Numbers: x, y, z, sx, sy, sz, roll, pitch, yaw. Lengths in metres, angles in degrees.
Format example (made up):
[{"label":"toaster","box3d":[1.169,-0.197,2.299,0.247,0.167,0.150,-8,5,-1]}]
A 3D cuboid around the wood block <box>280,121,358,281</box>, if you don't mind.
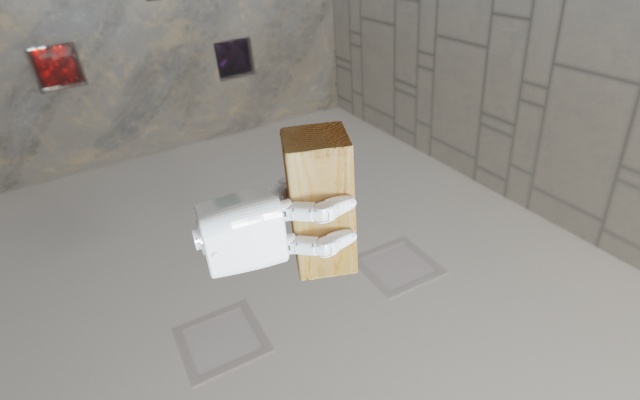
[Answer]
[{"label":"wood block","box3d":[0.000,0.002,0.684,0.090,0.206,0.090,-8,31,-5]}]
